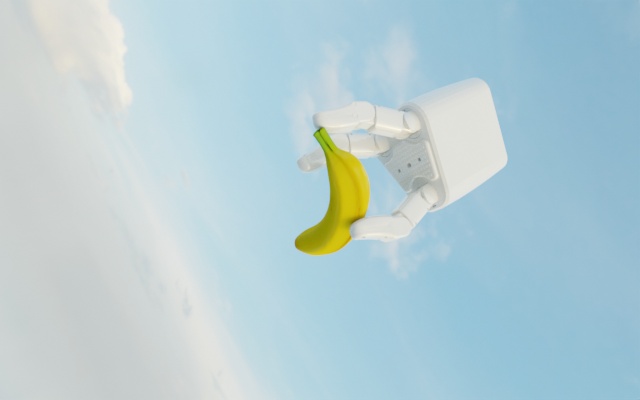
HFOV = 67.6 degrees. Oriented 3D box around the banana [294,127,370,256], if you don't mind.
[{"bbox_3d":[0.012,0.012,0.486,0.037,0.069,0.198,-29,-27,-29],"label":"banana"}]
